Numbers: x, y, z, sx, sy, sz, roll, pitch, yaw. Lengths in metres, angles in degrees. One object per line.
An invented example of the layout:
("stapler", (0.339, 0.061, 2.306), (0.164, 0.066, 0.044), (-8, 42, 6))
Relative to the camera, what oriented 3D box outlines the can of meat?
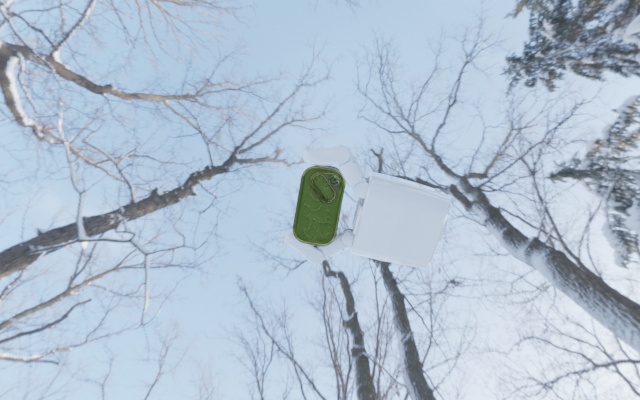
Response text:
("can of meat", (0.000, 0.002, 0.648), (0.057, 0.102, 0.084), (10, 9, 2))
